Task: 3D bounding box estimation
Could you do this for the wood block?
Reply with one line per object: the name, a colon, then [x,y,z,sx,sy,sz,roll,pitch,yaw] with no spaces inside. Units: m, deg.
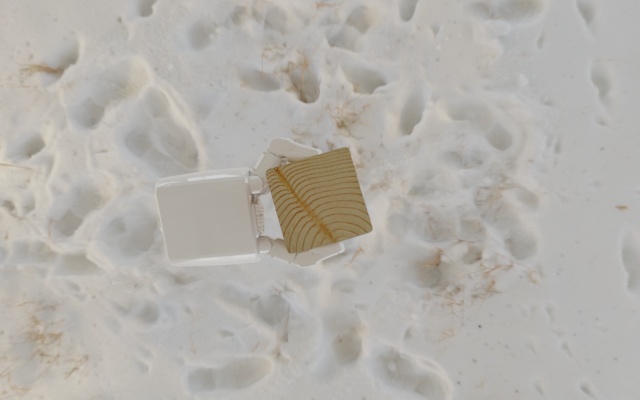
wood block: [0.000,0.002,0.576,0.090,0.091,0.206,-16,-1,1]
